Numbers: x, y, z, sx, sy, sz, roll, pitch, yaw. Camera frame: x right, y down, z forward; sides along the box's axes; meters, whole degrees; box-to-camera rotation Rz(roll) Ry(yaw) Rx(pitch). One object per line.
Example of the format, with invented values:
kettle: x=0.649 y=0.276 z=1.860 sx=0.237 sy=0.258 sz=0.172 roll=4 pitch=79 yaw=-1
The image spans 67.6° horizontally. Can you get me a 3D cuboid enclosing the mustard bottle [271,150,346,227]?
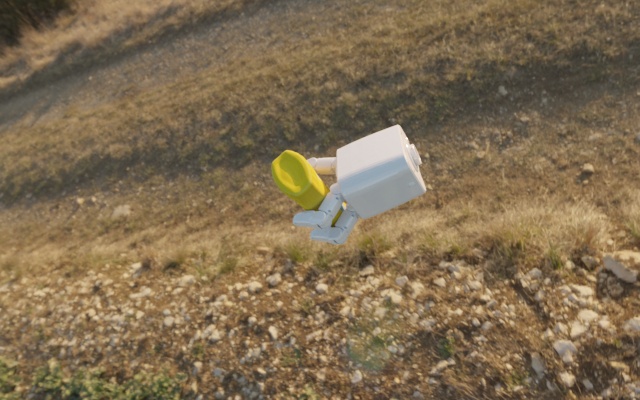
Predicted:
mustard bottle: x=0.000 y=0.003 z=0.767 sx=0.096 sy=0.058 sz=0.192 roll=49 pitch=3 yaw=42
